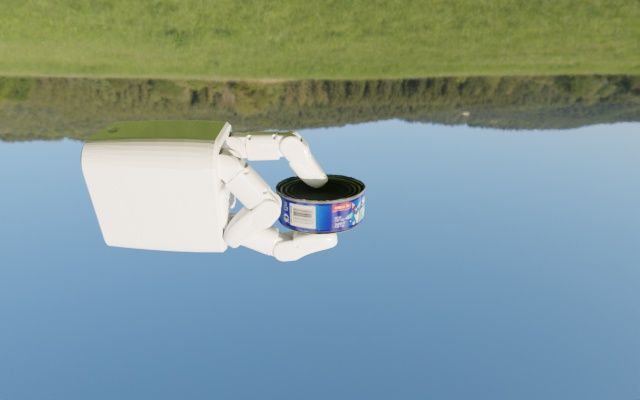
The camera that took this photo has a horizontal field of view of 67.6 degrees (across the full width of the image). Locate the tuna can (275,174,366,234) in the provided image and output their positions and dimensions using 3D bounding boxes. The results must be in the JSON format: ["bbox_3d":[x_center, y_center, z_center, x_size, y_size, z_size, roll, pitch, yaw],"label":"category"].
[{"bbox_3d":[0.000,0.002,0.461,0.086,0.034,0.086,0,19,0],"label":"tuna can"}]
